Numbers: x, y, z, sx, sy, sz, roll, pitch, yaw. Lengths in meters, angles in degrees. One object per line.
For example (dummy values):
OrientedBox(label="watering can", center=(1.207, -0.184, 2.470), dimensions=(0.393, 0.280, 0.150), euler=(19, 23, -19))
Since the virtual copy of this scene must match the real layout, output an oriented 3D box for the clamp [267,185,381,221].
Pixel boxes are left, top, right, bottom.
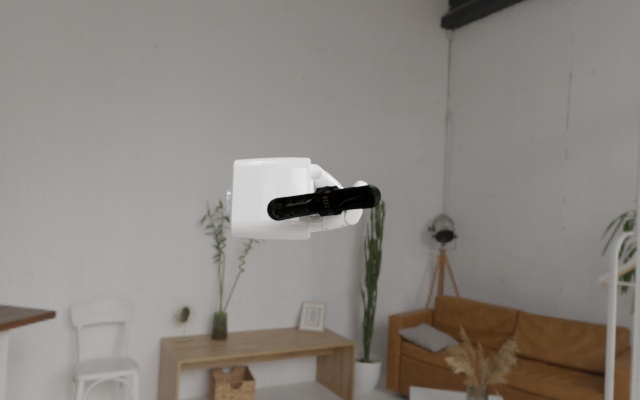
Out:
OrientedBox(label="clamp", center=(0.000, 0.001, 0.567), dimensions=(0.120, 0.039, 0.171), euler=(-2, -2, -3))
